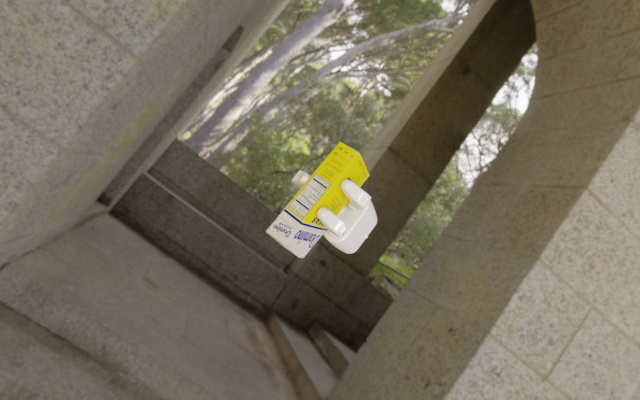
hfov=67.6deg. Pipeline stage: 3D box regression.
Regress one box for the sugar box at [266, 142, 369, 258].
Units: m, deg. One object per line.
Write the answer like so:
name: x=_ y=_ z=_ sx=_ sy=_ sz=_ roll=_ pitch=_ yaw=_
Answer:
sugar box: x=0.001 y=0.003 z=0.734 sx=0.048 sy=0.176 sz=0.093 roll=34 pitch=-6 yaw=24
